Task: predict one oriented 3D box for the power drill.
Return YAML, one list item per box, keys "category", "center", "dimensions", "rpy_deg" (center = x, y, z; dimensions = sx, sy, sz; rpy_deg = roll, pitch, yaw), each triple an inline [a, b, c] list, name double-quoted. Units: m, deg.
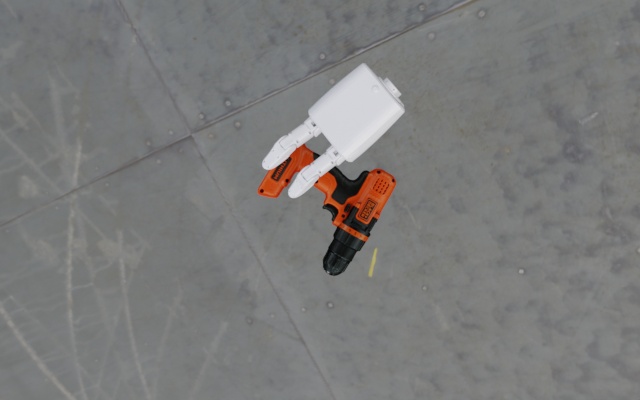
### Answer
- category: "power drill"
  center: [0.000, 0.002, 0.745]
  dimensions: [0.187, 0.184, 0.057]
  rpy_deg: [30, 0, -5]
